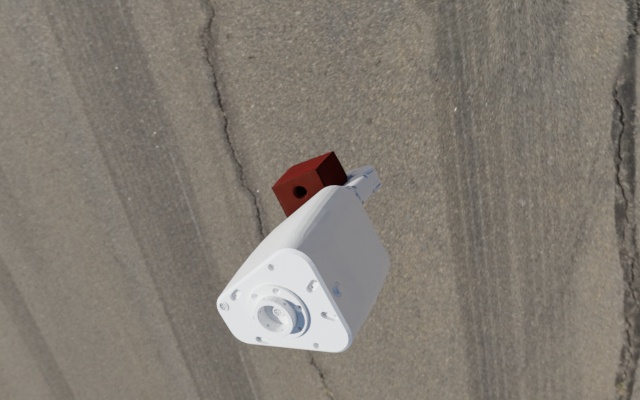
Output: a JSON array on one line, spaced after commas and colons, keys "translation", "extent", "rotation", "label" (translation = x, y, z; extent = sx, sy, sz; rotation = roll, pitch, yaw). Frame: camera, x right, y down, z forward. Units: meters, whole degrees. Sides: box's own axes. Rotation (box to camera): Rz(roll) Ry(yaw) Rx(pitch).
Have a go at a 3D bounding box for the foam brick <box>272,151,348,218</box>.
[{"translation": [0.000, 0.001, 0.460], "extent": [0.053, 0.078, 0.051], "rotation": [-20, 16, 30], "label": "foam brick"}]
